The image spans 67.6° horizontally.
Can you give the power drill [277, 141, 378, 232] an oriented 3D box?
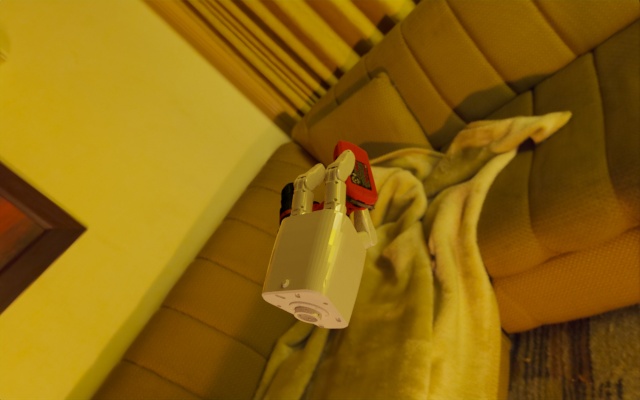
[{"bbox_3d":[0.000,0.002,0.705,0.057,0.184,0.188,17,-48,-28],"label":"power drill"}]
